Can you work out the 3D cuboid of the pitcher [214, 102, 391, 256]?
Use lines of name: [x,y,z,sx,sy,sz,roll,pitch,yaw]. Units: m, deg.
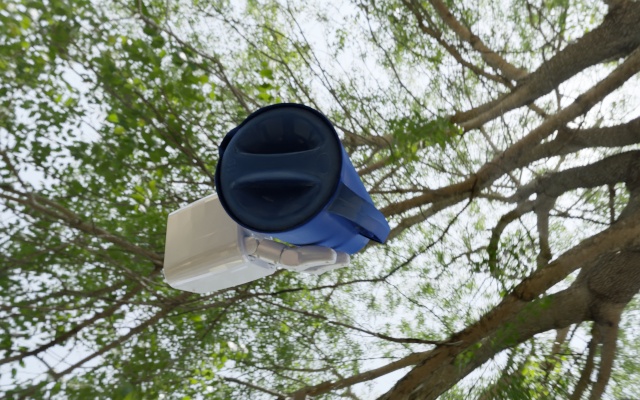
pitcher: [0.000,0.002,0.557,0.145,0.149,0.243,-20,-21,12]
